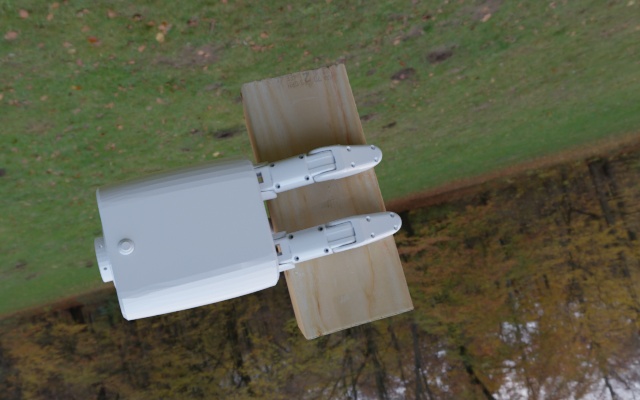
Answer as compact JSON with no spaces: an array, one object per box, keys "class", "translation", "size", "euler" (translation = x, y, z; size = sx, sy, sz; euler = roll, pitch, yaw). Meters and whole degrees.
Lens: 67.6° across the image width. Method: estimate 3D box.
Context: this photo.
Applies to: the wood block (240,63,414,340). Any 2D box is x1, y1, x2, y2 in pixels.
[{"class":"wood block","translation":[0.000,0.002,0.418],"size":[0.090,0.206,0.091],"euler":[-14,-6,-9]}]
